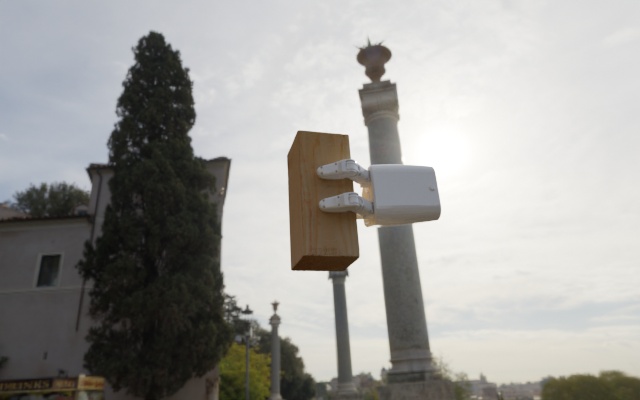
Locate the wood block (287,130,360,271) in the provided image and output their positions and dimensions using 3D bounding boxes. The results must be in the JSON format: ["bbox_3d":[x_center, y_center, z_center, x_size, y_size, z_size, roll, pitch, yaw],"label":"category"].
[{"bbox_3d":[0.000,0.003,0.766,0.090,0.206,0.091,3,-23,-14],"label":"wood block"}]
